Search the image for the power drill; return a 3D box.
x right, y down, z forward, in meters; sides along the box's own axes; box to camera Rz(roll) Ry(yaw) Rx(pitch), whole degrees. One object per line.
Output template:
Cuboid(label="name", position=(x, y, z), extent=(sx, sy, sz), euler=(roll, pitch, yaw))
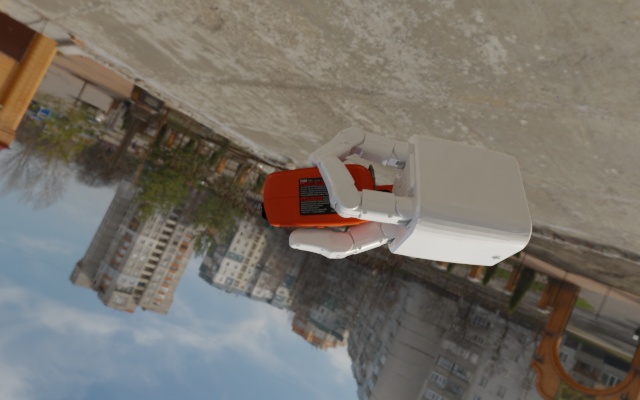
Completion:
Cuboid(label="power drill", position=(0.000, 0.002, 0.532), extent=(0.184, 0.057, 0.187), euler=(-6, -3, 11))
